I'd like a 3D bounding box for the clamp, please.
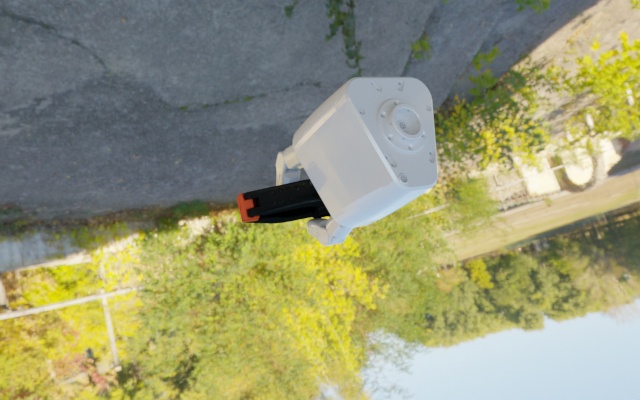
[{"bbox_3d":[0.000,0.003,0.549,0.210,0.036,0.164,-8,-14,-29],"label":"clamp"}]
